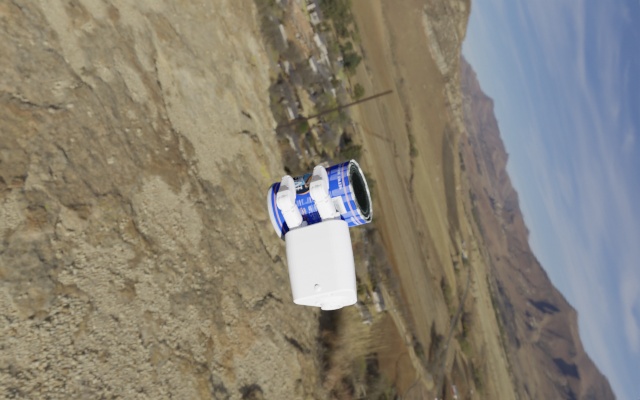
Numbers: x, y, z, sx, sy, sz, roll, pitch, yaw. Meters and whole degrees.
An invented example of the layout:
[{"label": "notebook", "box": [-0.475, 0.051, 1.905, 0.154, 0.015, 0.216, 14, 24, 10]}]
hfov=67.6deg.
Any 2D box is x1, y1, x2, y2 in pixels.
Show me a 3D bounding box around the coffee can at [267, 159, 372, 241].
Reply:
[{"label": "coffee can", "box": [0.000, 0.002, 0.767, 0.140, 0.103, 0.103, -16, -5, 19]}]
